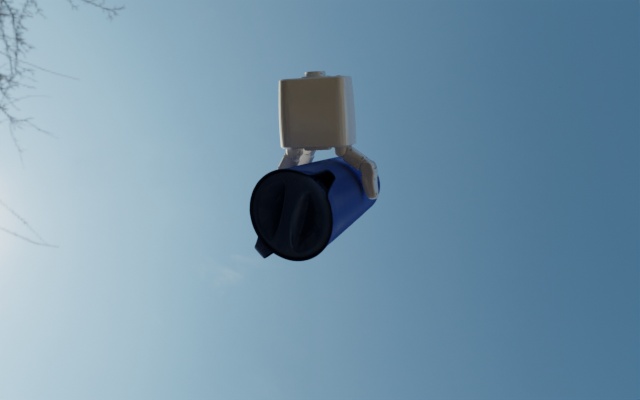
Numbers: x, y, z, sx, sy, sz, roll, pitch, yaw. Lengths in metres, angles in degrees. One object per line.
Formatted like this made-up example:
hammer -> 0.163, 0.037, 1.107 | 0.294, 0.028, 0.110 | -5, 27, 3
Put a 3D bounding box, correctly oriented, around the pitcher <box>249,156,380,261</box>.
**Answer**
pitcher -> 0.000, 0.002, 0.763 | 0.149, 0.145, 0.243 | 2, 14, 26
